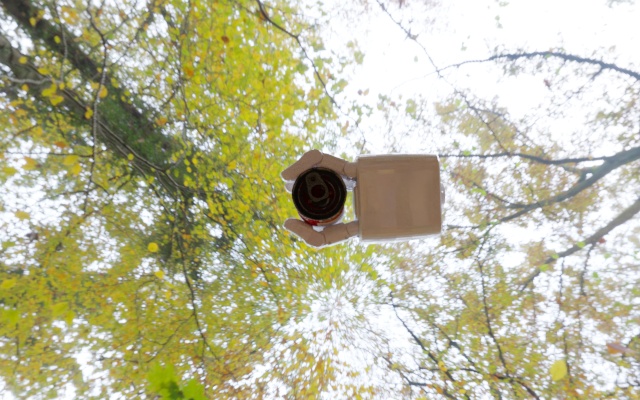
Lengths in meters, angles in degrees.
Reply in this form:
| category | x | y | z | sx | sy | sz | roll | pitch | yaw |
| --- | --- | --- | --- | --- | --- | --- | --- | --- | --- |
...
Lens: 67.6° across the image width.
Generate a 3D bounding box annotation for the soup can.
| category | x | y | z | sx | sy | sz | roll | pitch | yaw |
| --- | --- | --- | --- | --- | --- | --- | --- | --- | --- |
| soup can | 0.000 | 0.002 | 0.631 | 0.068 | 0.068 | 0.102 | 0 | -13 | 2 |
